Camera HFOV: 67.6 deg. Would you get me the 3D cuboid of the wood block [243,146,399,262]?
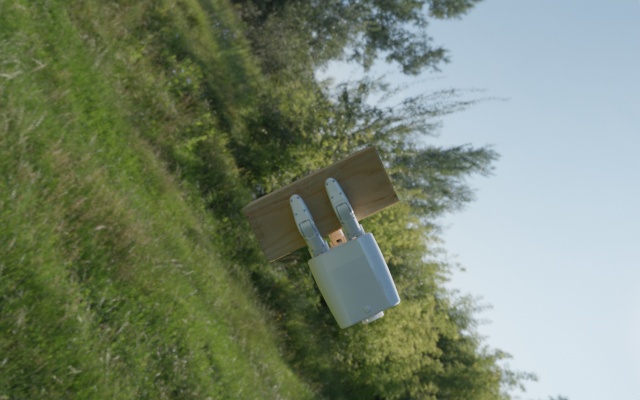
[{"bbox_3d":[0.000,0.003,0.717,0.206,0.090,0.091,-25,5,2],"label":"wood block"}]
